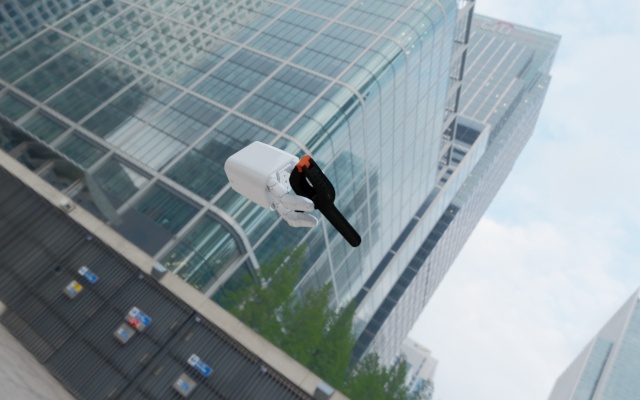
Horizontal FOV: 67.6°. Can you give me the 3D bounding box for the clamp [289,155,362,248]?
[{"bbox_3d":[0.000,0.002,0.881,0.164,0.036,0.210,24,-31,24],"label":"clamp"}]
